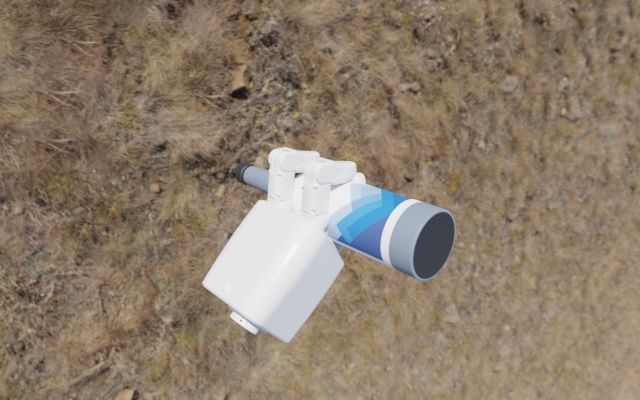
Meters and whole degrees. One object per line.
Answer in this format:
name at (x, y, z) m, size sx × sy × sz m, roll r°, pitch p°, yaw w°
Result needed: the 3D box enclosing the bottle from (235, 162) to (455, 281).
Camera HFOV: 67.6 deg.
bottle at (0.000, 0.002, 0.518) m, size 0.069 × 0.069 × 0.295 m, roll 0°, pitch 15°, yaw -45°
